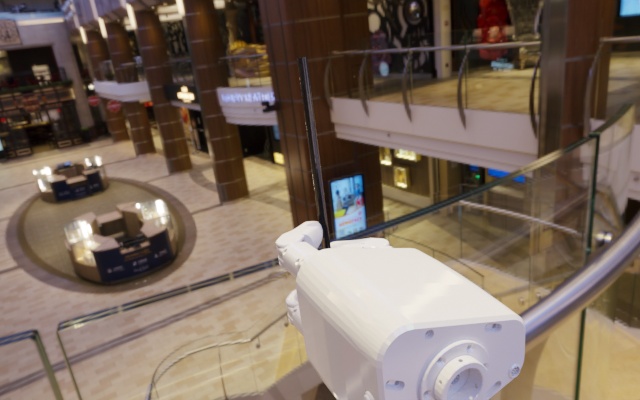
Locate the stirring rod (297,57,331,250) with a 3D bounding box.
[{"bbox_3d":[0.000,0.001,0.411,0.011,0.240,0.011,-6,20,2],"label":"stirring rod"}]
